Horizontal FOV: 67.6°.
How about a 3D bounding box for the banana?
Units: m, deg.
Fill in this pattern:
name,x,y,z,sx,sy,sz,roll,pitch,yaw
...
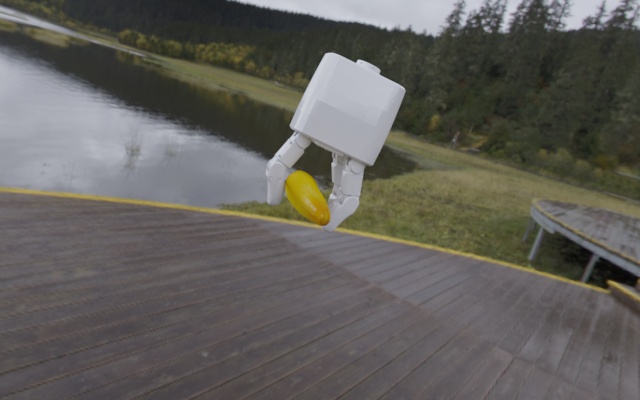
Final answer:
name,x,y,z,sx,sy,sz,roll,pitch,yaw
banana,-0.015,-0.009,0.608,0.069,0.037,0.198,35,5,-3
